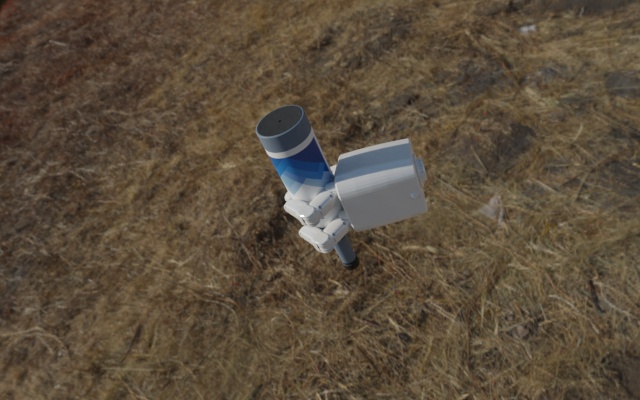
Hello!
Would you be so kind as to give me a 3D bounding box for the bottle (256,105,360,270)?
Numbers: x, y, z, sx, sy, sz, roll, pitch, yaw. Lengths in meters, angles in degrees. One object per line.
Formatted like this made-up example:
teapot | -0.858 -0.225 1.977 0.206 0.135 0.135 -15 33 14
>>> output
bottle | 0.000 0.002 0.688 0.069 0.069 0.296 0 -44 29
